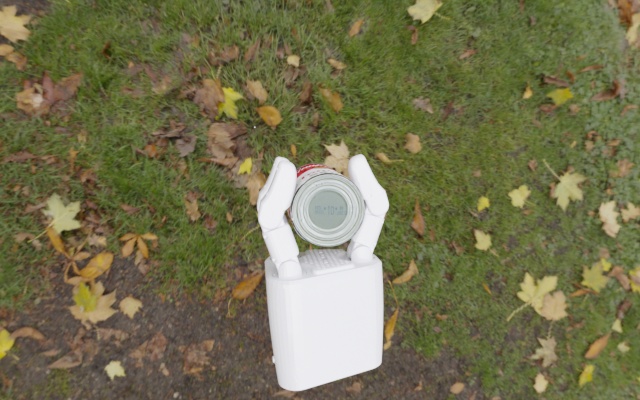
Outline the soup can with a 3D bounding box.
[{"bbox_3d":[0.000,0.001,0.464,0.068,0.068,0.102,0,9,-8],"label":"soup can"}]
